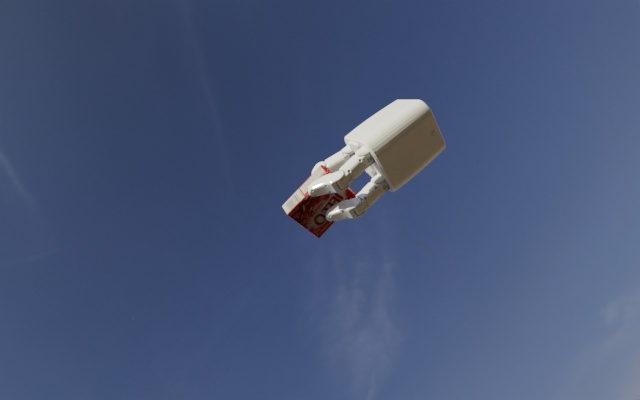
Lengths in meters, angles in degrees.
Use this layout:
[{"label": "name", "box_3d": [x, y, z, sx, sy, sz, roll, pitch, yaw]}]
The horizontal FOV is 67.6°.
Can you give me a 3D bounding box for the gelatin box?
[{"label": "gelatin box", "box_3d": [0.000, 0.002, 0.709, 0.073, 0.089, 0.030, 39, 8, -36]}]
